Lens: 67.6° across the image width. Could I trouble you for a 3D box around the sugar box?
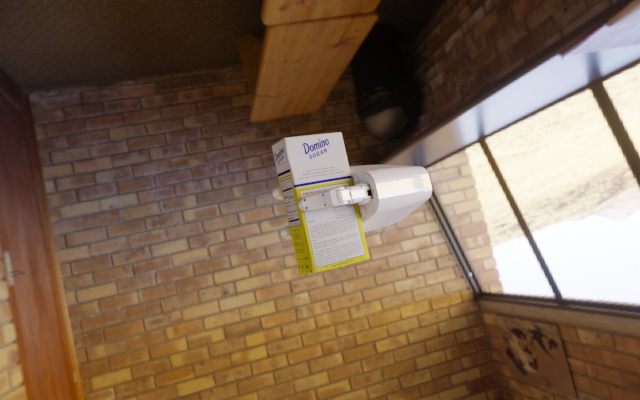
[{"bbox_3d":[0.000,0.002,0.634,0.093,0.176,0.048,-10,-6,-32],"label":"sugar box"}]
